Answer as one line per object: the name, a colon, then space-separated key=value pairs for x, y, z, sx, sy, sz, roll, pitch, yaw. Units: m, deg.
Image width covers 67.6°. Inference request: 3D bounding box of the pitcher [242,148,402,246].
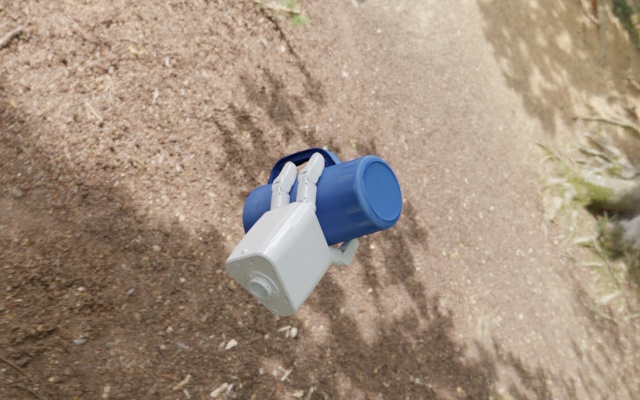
pitcher: x=0.000 y=0.003 z=0.747 sx=0.243 sy=0.149 sz=0.145 roll=-17 pitch=23 yaw=41
